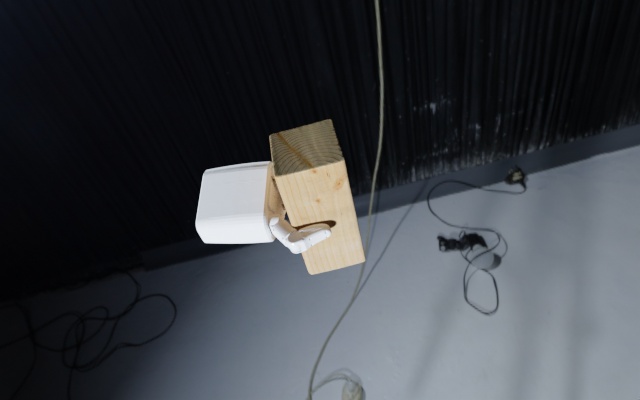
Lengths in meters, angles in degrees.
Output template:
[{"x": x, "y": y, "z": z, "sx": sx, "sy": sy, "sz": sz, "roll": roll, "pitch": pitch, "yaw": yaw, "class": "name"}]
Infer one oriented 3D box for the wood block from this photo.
[{"x": 0.000, "y": 0.002, "z": 0.680, "sx": 0.090, "sy": 0.090, "sz": 0.206, "roll": -14, "pitch": -45, "yaw": 2, "class": "wood block"}]
